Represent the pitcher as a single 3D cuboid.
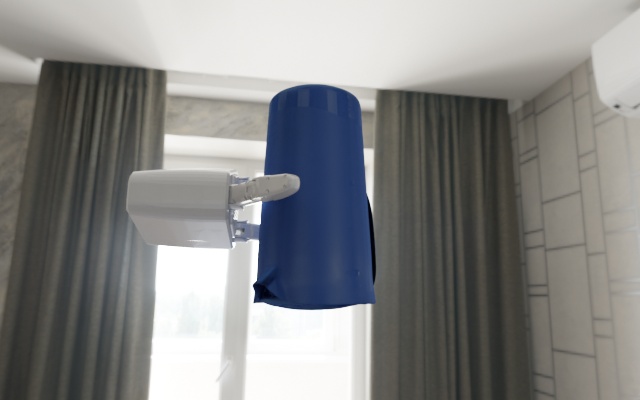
[{"bbox_3d":[0.000,0.002,0.549,0.145,0.242,0.149,1,-11,-2],"label":"pitcher"}]
